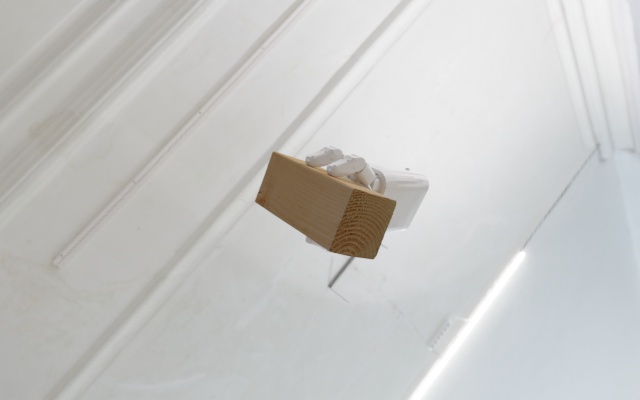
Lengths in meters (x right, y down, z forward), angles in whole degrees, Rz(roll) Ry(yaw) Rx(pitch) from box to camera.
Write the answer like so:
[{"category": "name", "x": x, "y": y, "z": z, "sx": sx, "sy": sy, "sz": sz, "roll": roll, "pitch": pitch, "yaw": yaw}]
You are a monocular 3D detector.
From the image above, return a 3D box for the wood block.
[{"category": "wood block", "x": 0.000, "y": 0.003, "z": 0.710, "sx": 0.090, "sy": 0.091, "sz": 0.206, "roll": 15, "pitch": 9, "yaw": -39}]
